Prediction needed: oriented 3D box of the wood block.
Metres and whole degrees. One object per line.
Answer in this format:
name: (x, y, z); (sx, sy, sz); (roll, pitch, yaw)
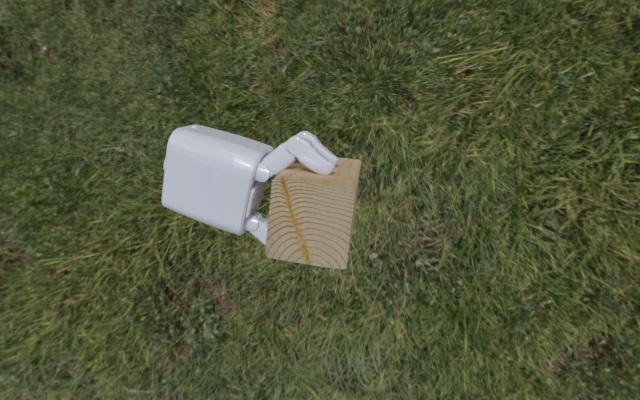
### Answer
wood block: (0.000, 0.002, 0.594); (0.090, 0.091, 0.206); (8, 14, 5)
